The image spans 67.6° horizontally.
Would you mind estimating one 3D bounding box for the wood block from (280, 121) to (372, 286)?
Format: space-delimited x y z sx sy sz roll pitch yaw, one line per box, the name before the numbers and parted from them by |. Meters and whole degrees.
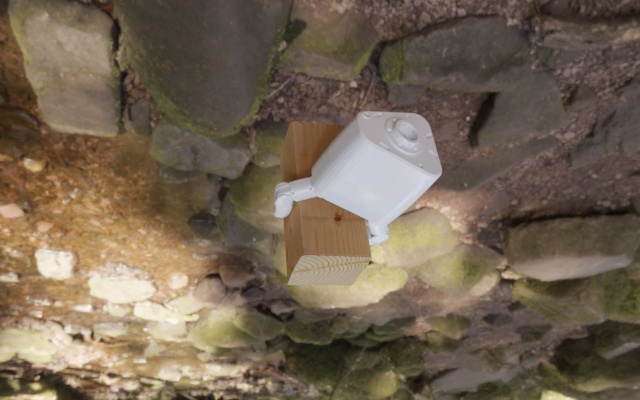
wood block | 0.000 0.002 0.649 0.091 0.206 0.090 3 -33 -15
